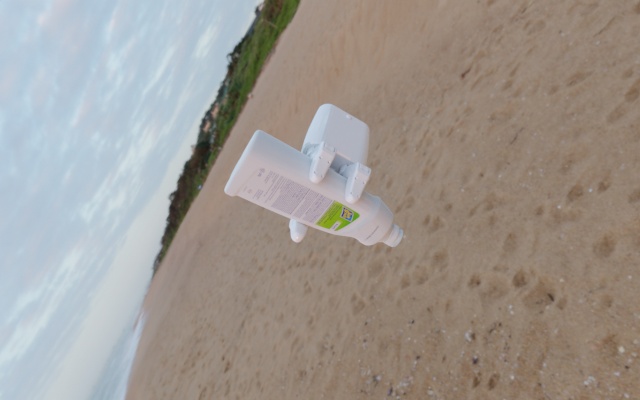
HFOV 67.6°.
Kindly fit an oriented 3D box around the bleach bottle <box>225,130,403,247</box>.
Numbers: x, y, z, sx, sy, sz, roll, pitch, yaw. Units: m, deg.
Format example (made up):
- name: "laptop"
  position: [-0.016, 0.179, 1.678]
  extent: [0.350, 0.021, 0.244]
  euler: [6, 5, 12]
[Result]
- name: "bleach bottle"
  position: [0.000, 0.002, 0.671]
  extent: [0.251, 0.068, 0.103]
  euler: [28, -45, -13]
